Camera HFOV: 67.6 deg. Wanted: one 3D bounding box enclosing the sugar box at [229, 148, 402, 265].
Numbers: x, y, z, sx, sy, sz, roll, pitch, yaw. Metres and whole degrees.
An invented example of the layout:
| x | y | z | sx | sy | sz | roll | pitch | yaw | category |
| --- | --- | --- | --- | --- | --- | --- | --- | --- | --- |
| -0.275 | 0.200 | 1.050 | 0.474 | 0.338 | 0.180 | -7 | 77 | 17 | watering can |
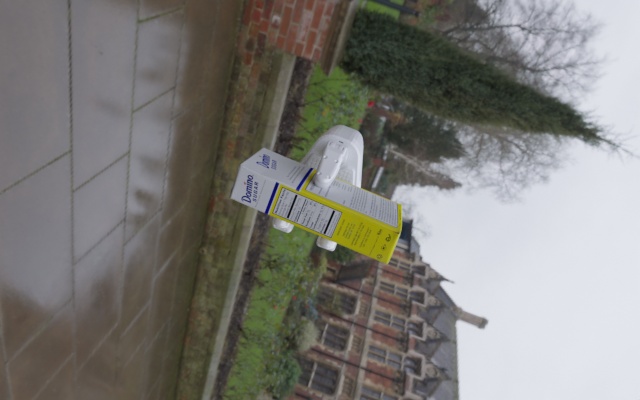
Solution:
| x | y | z | sx | sy | sz | roll | pitch | yaw | category |
| --- | --- | --- | --- | --- | --- | --- | --- | --- | --- |
| 0.000 | 0.002 | 0.518 | 0.176 | 0.048 | 0.093 | 21 | 19 | 3 | sugar box |
